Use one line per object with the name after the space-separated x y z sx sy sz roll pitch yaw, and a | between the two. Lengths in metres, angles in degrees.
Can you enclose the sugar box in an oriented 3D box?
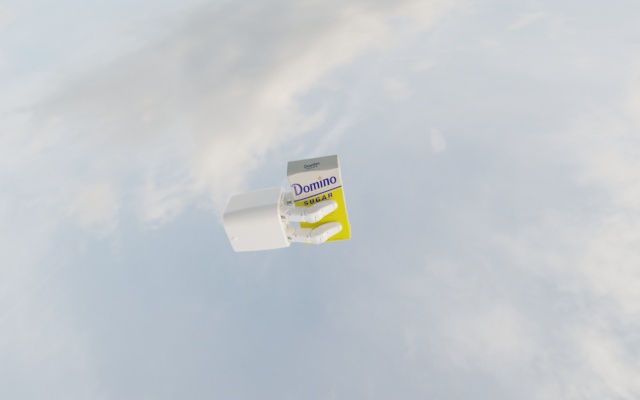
0.000 0.003 0.881 0.093 0.176 0.048 -8 42 6 | sugar box
